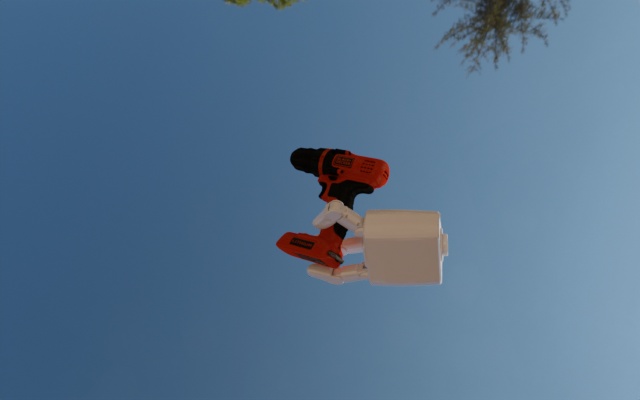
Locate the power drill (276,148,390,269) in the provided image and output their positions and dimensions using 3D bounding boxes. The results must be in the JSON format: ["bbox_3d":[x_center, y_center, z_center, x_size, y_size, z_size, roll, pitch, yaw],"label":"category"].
[{"bbox_3d":[0.000,0.003,0.764,0.184,0.187,0.057,13,-16,35],"label":"power drill"}]
